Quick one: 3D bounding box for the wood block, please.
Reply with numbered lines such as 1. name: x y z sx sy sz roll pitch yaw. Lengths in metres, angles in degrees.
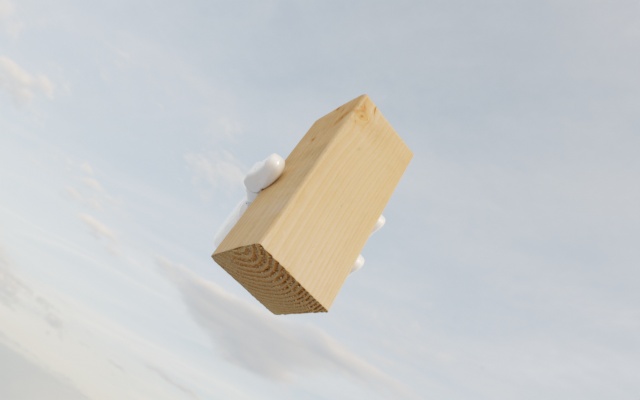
1. wood block: 0.000 0.001 0.474 0.091 0.206 0.090 47 -36 -20
